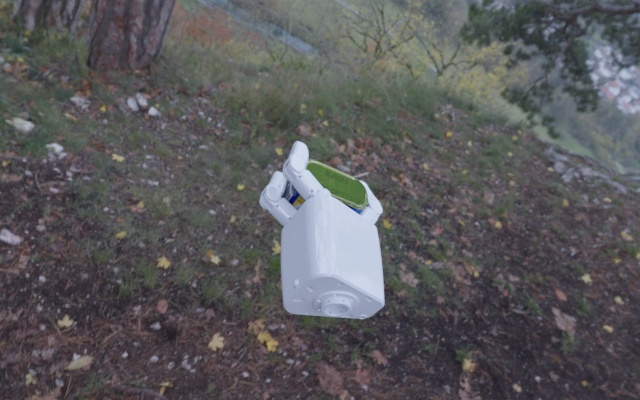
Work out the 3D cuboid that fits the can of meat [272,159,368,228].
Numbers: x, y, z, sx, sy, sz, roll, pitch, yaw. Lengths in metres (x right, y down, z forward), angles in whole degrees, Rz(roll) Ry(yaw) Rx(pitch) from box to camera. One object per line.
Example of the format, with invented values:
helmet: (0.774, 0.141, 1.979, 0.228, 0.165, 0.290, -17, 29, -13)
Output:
can of meat: (0.000, 0.002, 0.628, 0.102, 0.057, 0.084, 22, -46, -21)
